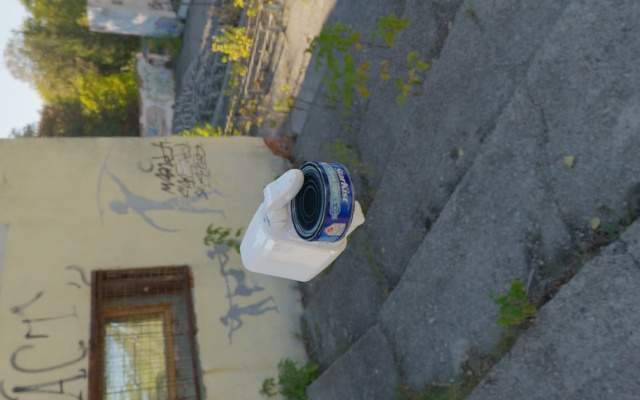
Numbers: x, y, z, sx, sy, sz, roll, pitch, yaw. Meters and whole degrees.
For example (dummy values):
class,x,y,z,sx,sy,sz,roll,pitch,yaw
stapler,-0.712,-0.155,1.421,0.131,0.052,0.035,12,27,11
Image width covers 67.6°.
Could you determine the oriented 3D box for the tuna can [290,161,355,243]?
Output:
class,x,y,z,sx,sy,sz,roll,pitch,yaw
tuna can,0.000,0.002,0.504,0.034,0.086,0.086,3,-2,-28
